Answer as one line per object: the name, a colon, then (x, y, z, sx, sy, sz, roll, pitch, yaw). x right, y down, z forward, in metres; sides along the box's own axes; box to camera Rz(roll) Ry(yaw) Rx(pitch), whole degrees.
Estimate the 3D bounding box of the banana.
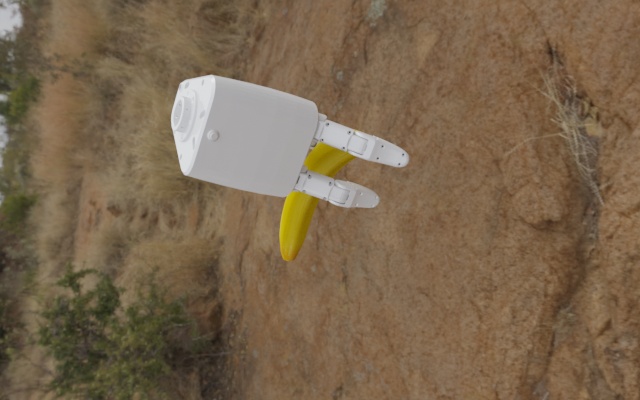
banana: (-0.004, -0.014, 0.544, 0.037, 0.069, 0.198, 10, -48, -36)
